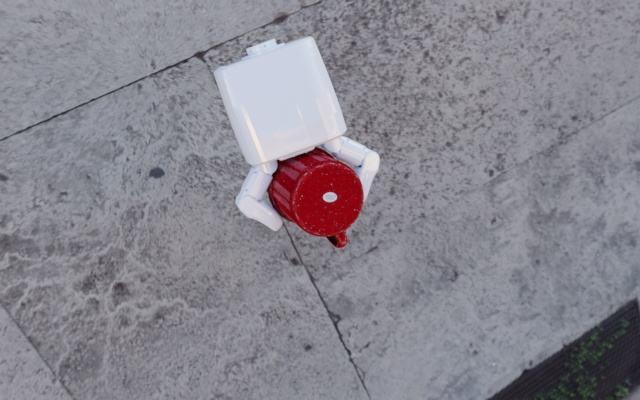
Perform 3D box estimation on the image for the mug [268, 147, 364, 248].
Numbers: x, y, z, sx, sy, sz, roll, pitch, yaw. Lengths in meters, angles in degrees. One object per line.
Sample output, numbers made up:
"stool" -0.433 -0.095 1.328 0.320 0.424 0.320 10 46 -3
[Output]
"mug" 0.001 0.003 0.527 0.093 0.117 0.081 -25 20 -12
